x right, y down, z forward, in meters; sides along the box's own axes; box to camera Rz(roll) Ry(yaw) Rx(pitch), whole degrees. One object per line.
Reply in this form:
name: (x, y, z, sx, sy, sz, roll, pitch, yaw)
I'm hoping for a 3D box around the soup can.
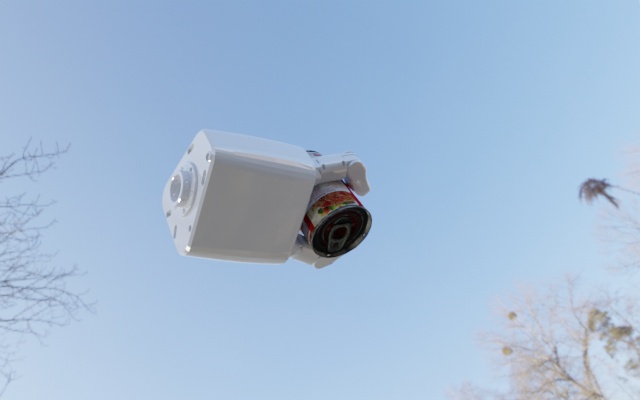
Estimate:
soup can: (0.000, 0.001, 0.506, 0.068, 0.068, 0.102, 0, 38, -33)
